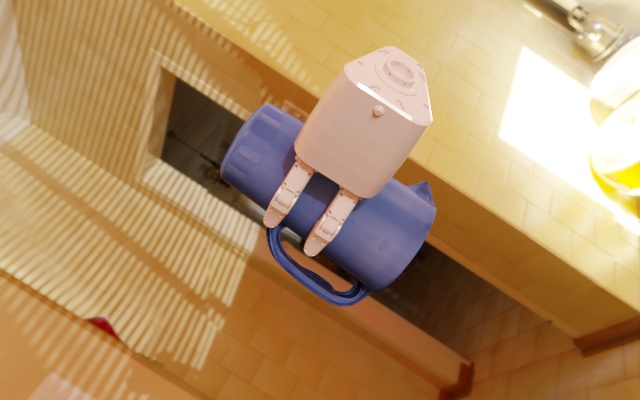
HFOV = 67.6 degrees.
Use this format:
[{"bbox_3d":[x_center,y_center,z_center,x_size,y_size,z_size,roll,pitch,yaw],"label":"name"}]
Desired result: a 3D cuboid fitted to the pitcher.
[{"bbox_3d":[0.000,0.002,0.576,0.243,0.149,0.145,34,-47,-3],"label":"pitcher"}]
